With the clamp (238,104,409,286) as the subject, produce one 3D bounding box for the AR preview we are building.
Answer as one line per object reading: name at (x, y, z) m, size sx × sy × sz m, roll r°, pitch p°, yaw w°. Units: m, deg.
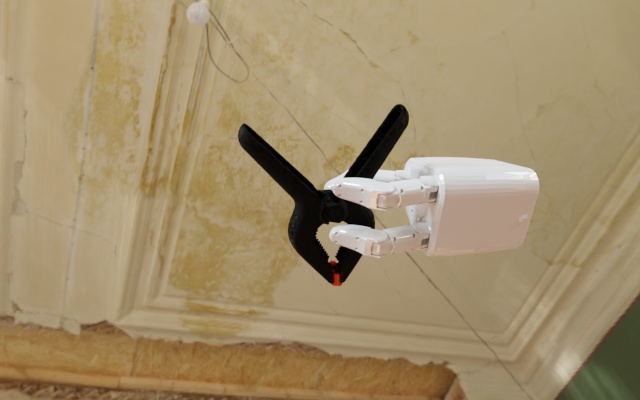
clamp at (0.000, 0.002, 0.500) m, size 0.164 × 0.210 × 0.036 m, roll -2°, pitch 31°, yaw -8°
